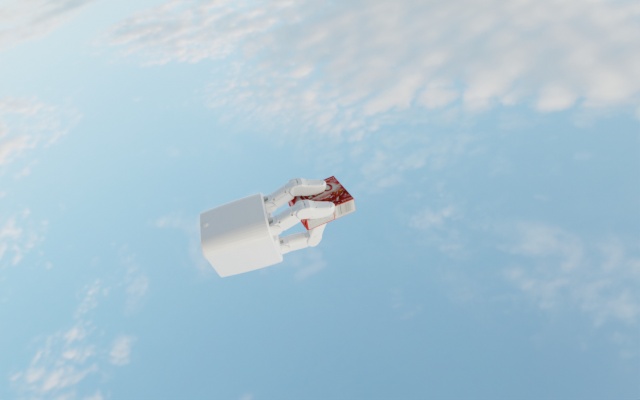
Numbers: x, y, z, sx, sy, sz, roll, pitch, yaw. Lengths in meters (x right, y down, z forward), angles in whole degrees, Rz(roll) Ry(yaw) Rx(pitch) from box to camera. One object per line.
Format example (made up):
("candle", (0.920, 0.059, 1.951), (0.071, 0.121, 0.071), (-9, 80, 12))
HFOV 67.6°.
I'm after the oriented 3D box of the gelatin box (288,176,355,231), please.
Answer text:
("gelatin box", (0.000, 0.003, 0.766), (0.089, 0.030, 0.073), (-22, 41, -15))
